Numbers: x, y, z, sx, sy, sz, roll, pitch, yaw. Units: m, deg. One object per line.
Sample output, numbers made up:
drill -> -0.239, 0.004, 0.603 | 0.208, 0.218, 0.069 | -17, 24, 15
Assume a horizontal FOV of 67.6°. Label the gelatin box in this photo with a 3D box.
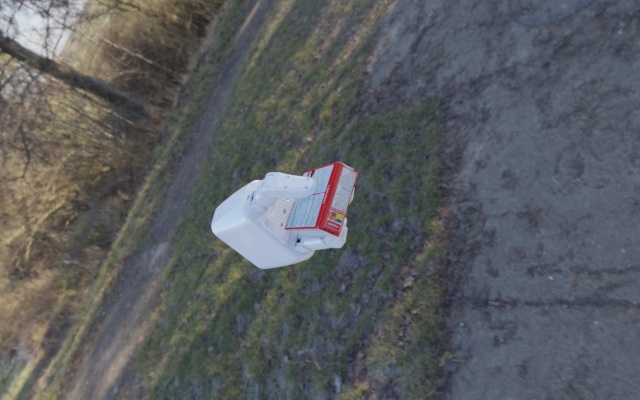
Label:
gelatin box -> 0.000, 0.002, 0.520 | 0.030, 0.073, 0.089 | 23, -14, -23
